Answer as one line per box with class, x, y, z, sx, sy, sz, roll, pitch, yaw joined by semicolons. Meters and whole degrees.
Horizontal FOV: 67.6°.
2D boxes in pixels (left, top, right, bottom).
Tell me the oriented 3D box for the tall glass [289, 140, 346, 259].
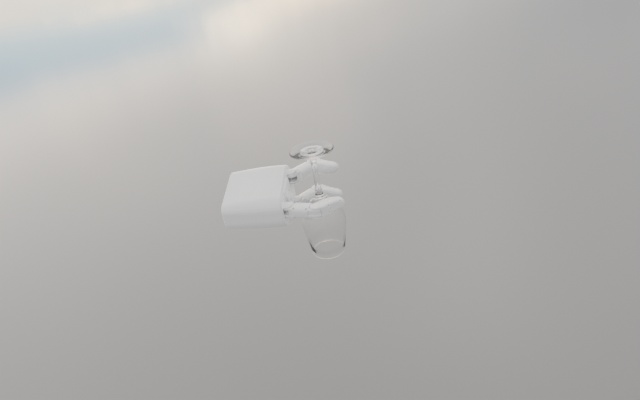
tall glass;0.000;0.002;0.829;0.079;0.201;0.079;-8;28;4
